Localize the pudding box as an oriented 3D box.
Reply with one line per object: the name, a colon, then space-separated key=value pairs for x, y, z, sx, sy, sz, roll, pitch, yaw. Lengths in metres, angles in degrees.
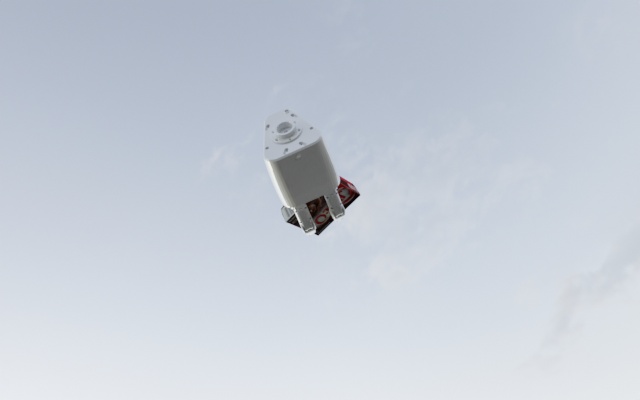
pudding box: x=0.000 y=0.003 z=0.826 sx=0.113 sy=0.039 sz=0.090 roll=-43 pitch=-41 yaw=18
